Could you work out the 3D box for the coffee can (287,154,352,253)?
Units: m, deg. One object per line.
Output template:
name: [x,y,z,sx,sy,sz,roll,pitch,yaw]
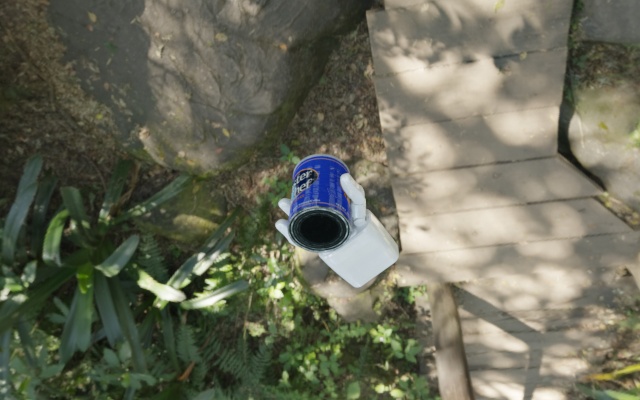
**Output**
coffee can: [0.000,0.002,0.806,0.103,0.103,0.140,0,41,2]
